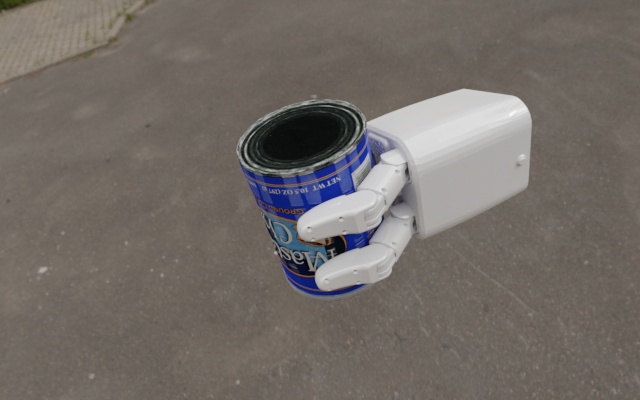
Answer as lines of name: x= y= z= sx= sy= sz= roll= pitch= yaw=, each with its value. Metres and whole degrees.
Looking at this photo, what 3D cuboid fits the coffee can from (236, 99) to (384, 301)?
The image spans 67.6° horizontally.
coffee can: x=0.000 y=0.001 z=0.406 sx=0.103 sy=0.140 sz=0.102 roll=-10 pitch=39 yaw=8
